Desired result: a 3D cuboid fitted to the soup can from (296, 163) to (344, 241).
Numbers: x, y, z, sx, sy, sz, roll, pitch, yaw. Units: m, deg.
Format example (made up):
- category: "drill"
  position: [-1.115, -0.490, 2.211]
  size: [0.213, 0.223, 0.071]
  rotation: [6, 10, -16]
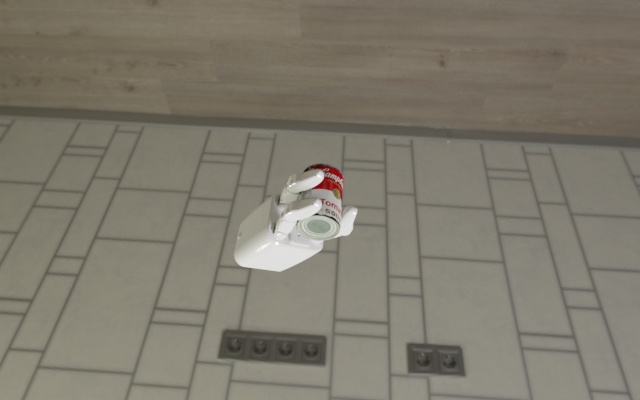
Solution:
- category: "soup can"
  position: [0.001, 0.002, 0.740]
  size: [0.068, 0.102, 0.069]
  rotation: [3, -39, 3]
